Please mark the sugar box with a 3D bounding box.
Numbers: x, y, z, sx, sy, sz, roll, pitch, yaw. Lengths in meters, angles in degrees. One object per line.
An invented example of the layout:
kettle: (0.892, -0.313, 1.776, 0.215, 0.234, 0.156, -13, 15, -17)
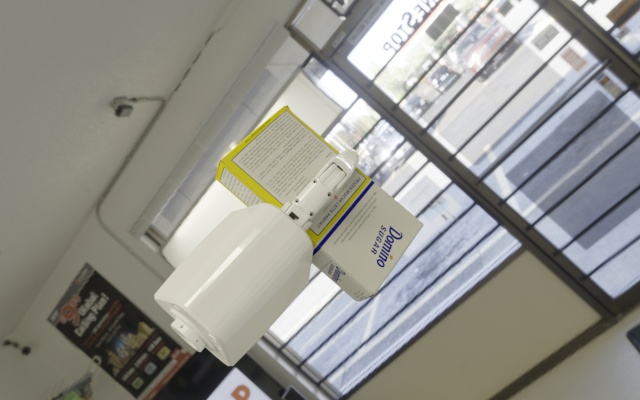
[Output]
sugar box: (0.000, 0.002, 0.444, 0.093, 0.176, 0.048, -48, 1, -29)
